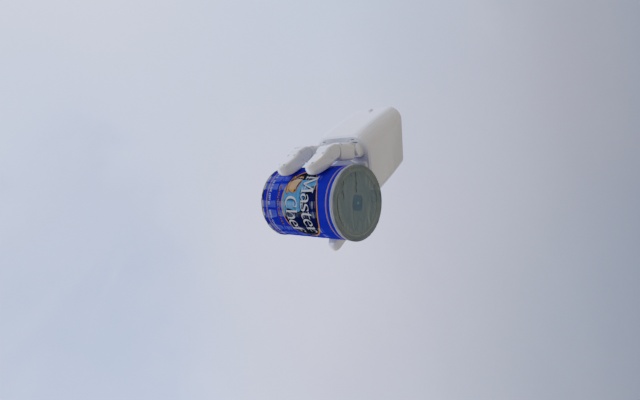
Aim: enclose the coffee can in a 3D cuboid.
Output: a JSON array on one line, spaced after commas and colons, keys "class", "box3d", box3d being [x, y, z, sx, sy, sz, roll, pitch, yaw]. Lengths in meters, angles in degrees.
[{"class": "coffee can", "box3d": [0.000, 0.002, 0.674, 0.140, 0.103, 0.103, 1, 1, 43]}]
